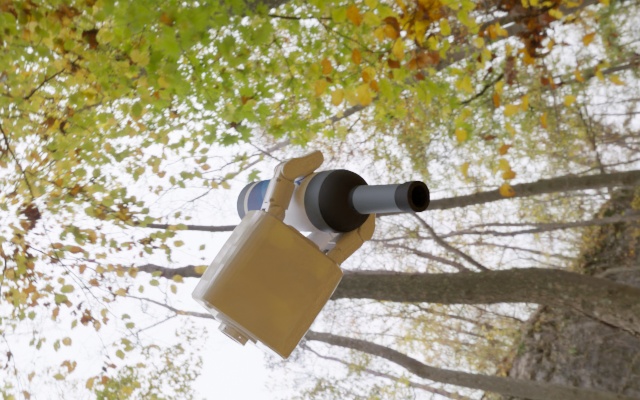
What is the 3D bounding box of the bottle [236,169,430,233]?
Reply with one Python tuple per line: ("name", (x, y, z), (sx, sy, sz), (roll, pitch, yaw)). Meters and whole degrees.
("bottle", (0.000, 0.002, 0.521), (0.069, 0.069, 0.296), (0, -2, -34))
